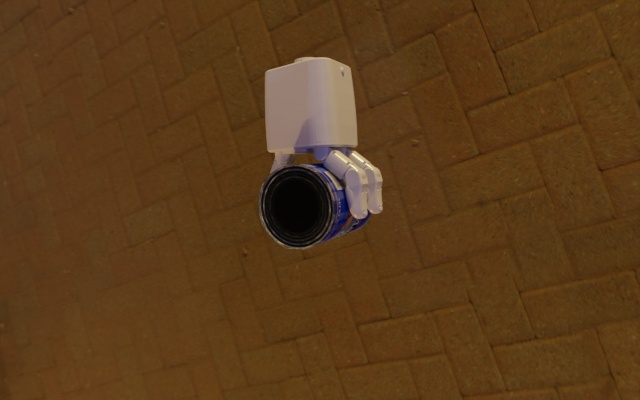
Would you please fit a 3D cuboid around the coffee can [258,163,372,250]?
[{"bbox_3d":[0.000,0.002,0.621,0.103,0.103,0.140,0,5,26],"label":"coffee can"}]
